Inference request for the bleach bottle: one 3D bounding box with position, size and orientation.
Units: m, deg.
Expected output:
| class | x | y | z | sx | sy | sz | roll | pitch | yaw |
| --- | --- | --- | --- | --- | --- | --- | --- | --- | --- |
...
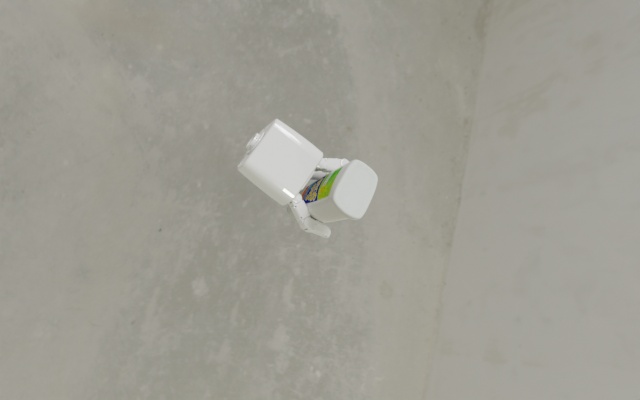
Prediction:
| class | x | y | z | sx | sy | sz | roll | pitch | yaw |
| --- | --- | --- | --- | --- | --- | --- | --- | --- | --- |
| bleach bottle | 0.000 | 0.003 | 0.883 | 0.068 | 0.102 | 0.251 | 37 | -26 | -18 |
